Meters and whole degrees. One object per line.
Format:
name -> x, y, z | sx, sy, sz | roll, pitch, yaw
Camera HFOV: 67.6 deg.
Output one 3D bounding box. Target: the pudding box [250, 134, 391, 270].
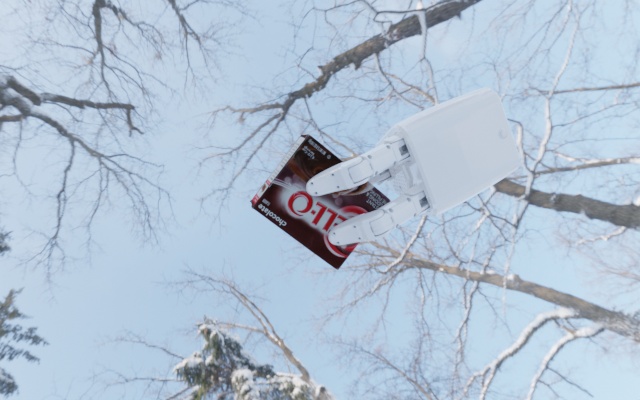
pudding box -> 0.000, 0.002, 0.482 | 0.113, 0.090, 0.039 | 37, -1, -15
